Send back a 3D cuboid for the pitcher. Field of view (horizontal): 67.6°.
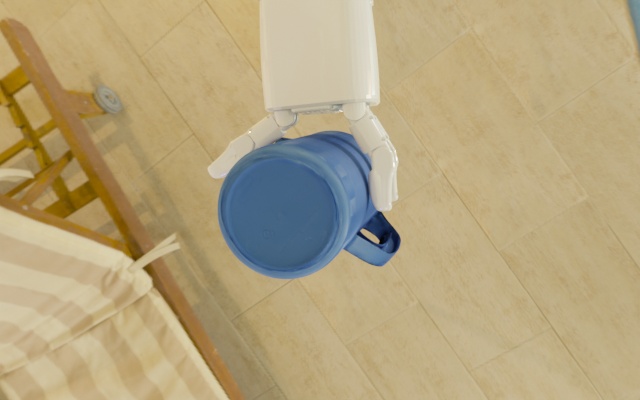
[{"bbox_3d":[0.000,0.001,0.480,0.149,0.145,0.243,-3,7,11],"label":"pitcher"}]
